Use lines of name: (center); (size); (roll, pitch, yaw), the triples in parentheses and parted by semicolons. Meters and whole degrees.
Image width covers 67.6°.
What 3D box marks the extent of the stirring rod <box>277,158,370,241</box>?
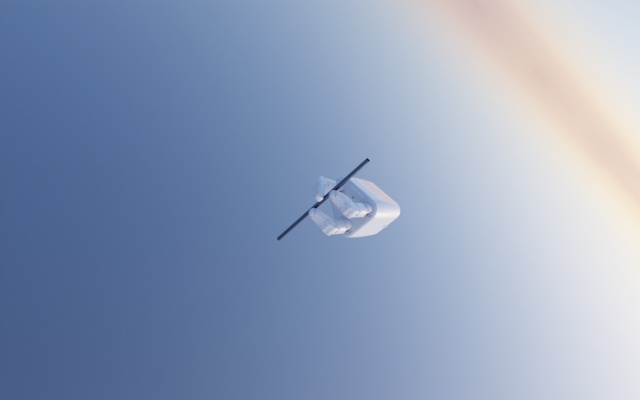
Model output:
stirring rod: (0.000, 0.003, 0.854); (0.239, 0.011, 0.011); (-42, -22, 27)
